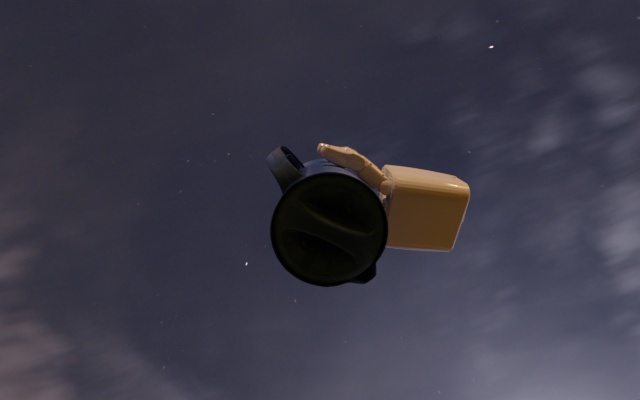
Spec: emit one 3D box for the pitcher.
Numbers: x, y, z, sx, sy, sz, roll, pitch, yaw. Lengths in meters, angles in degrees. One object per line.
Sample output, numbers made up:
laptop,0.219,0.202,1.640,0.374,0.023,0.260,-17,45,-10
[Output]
pitcher,0.000,0.002,0.642,0.145,0.149,0.242,5,12,-4
